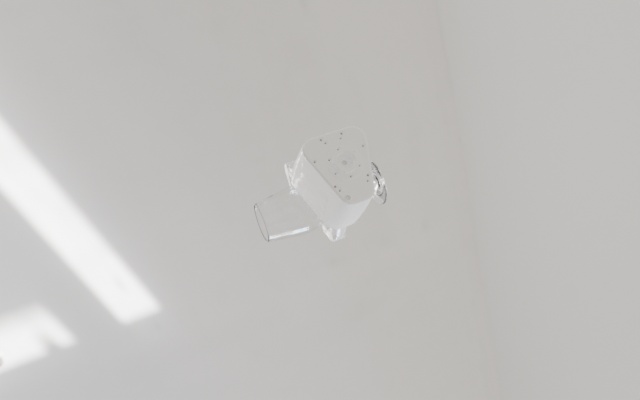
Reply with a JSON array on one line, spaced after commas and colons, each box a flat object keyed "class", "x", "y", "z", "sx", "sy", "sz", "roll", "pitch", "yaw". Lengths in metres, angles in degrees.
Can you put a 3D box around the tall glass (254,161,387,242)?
[{"class": "tall glass", "x": 0.001, "y": 0.002, "z": 0.752, "sx": 0.201, "sy": 0.079, "sz": 0.079, "roll": -20, "pitch": 6, "yaw": -16}]
